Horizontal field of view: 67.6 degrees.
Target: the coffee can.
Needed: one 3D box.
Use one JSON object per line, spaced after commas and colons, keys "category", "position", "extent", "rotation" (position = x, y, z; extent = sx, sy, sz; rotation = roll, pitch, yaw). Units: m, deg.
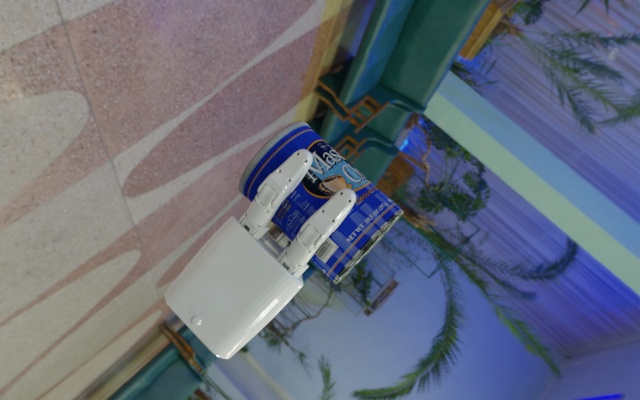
{"category": "coffee can", "position": [0.000, 0.001, 0.498], "extent": [0.140, 0.103, 0.103], "rotation": [43, 9, 10]}
